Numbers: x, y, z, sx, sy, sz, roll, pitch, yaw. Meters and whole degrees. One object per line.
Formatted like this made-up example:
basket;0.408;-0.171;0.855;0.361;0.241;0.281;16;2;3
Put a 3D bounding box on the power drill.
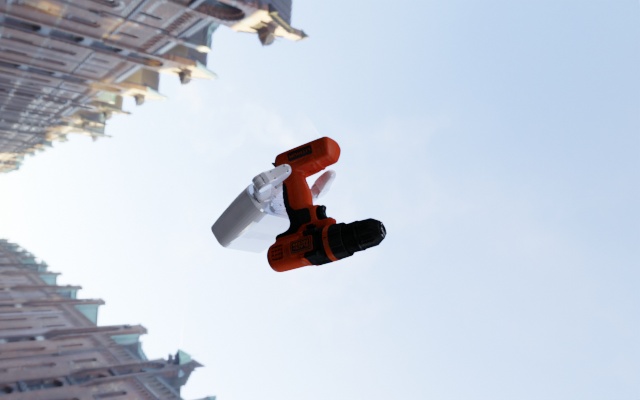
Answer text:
power drill;0.000;0.002;0.702;0.184;0.187;0.057;-17;-29;23
